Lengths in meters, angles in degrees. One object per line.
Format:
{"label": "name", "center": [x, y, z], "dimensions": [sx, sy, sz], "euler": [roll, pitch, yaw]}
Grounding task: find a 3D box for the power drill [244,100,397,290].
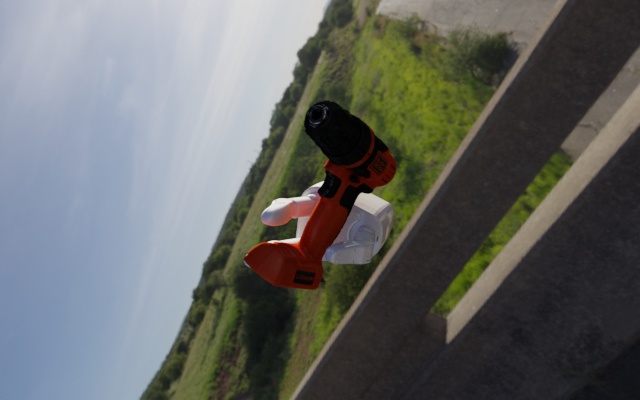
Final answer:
{"label": "power drill", "center": [0.000, 0.002, 0.503], "dimensions": [0.057, 0.187, 0.184], "euler": [36, 4, 30]}
